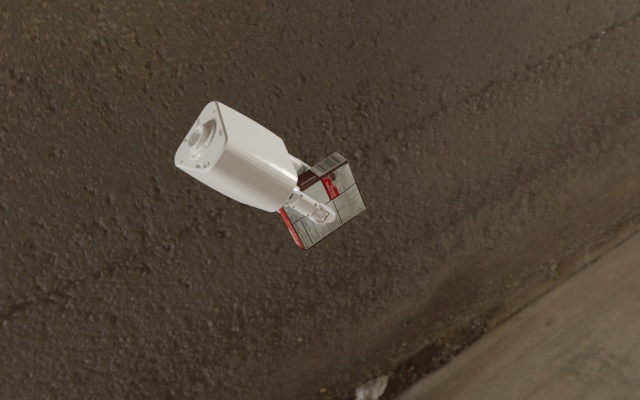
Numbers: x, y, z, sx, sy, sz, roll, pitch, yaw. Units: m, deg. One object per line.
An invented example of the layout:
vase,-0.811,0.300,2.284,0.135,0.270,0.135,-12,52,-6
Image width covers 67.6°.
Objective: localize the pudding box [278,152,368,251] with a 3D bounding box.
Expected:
pudding box,0.000,0.002,0.654,0.113,0.090,0.039,-33,36,-11
